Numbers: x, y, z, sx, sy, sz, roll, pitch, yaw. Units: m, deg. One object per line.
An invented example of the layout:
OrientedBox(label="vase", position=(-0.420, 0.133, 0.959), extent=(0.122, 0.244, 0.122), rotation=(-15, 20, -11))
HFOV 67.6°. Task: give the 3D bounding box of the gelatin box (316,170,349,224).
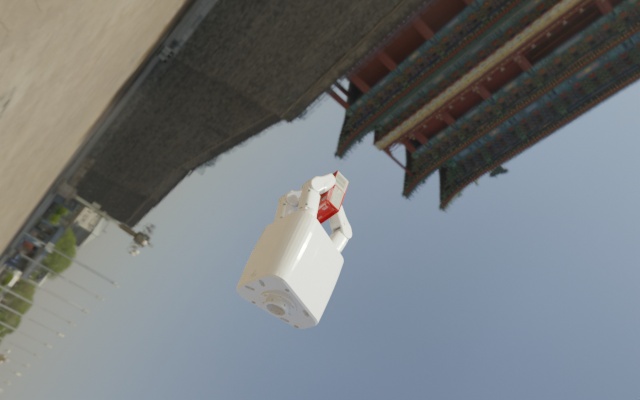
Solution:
OrientedBox(label="gelatin box", position=(0.001, 0.002, 0.717), extent=(0.073, 0.030, 0.089), rotation=(-35, 18, 31))
